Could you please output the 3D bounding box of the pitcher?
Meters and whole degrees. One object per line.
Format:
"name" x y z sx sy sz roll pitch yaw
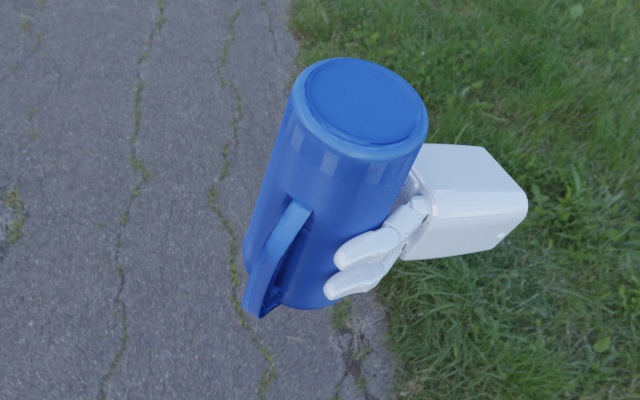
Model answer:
"pitcher" 0.000 0.001 0.440 0.145 0.149 0.243 -2 -35 -17
